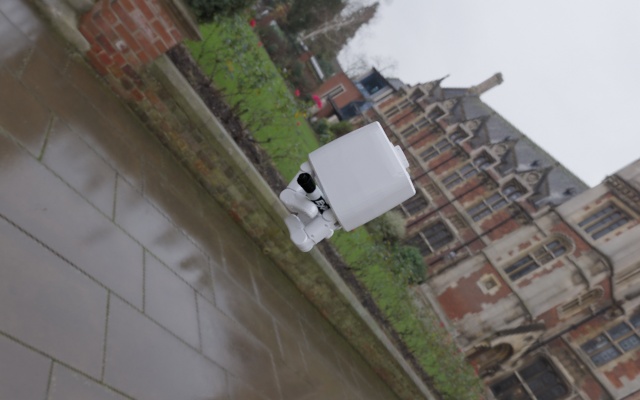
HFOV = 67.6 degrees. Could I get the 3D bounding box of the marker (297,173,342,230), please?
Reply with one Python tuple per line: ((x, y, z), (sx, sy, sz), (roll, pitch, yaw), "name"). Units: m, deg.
((0.000, 0.002, 0.622), (0.020, 0.020, 0.121), (0, -32, 26), "marker")
